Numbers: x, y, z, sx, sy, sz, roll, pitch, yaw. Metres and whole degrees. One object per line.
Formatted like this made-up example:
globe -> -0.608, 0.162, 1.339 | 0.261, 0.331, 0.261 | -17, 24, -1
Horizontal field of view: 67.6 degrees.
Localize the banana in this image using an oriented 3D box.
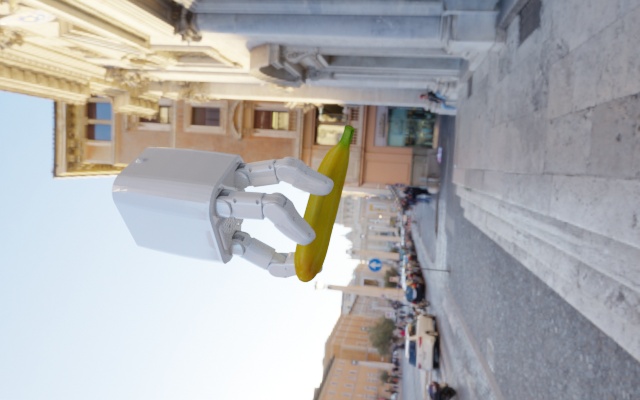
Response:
banana -> 0.000, 0.009, 0.528 | 0.037, 0.197, 0.070 | 11, -31, 6
